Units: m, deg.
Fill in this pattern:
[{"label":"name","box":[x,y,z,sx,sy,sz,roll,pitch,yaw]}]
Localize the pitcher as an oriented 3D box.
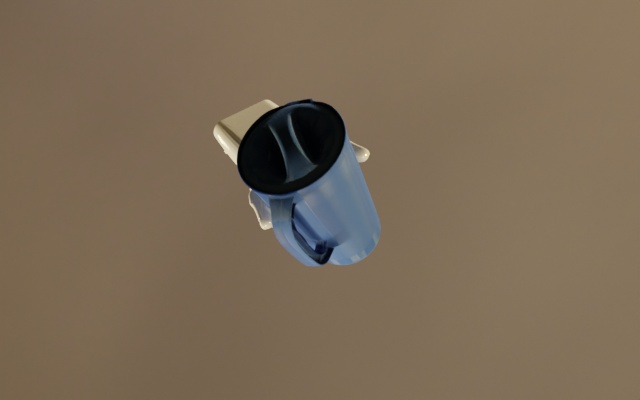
[{"label":"pitcher","box":[0.000,0.002,0.627,0.145,0.149,0.243,43,-8,36]}]
